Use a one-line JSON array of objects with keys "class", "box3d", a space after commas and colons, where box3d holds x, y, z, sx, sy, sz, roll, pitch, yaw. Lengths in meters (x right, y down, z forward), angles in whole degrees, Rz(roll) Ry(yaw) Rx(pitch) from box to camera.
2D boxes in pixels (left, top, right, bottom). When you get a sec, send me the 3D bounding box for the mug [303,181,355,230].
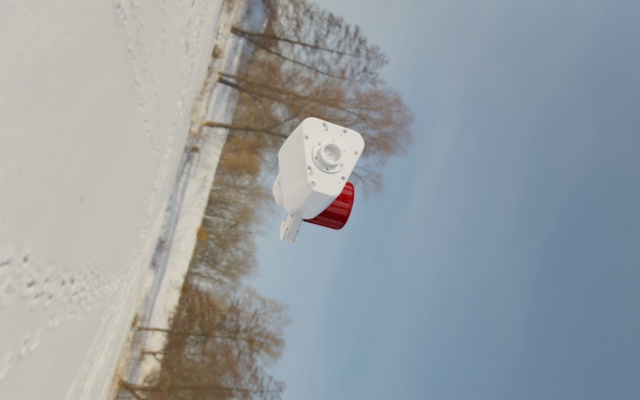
[{"class": "mug", "box3d": [0.000, 0.003, 0.781, 0.081, 0.093, 0.117, 16, -18, -14]}]
